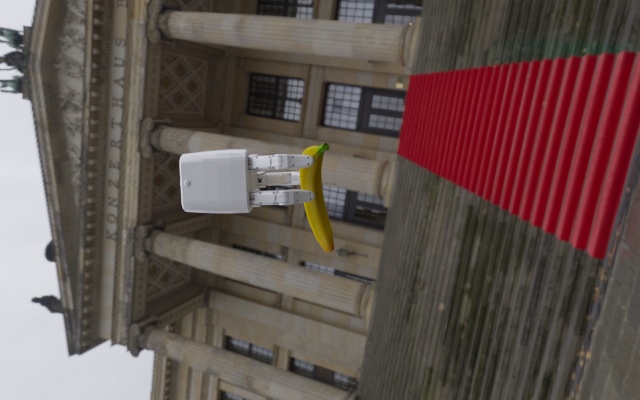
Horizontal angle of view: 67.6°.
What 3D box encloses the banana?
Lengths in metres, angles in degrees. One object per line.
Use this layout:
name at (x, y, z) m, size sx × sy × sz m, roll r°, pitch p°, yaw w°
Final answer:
banana at (-0.007, -0.008, 0.781) m, size 0.037 × 0.198 × 0.069 m, roll -15°, pitch 31°, yaw -17°
